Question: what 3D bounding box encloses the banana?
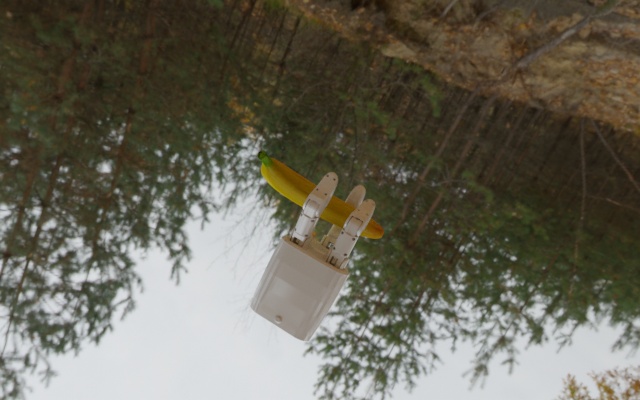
[{"bbox_3d":[-0.006,-0.001,0.647,0.198,0.037,0.069,31,-1,-11],"label":"banana"}]
